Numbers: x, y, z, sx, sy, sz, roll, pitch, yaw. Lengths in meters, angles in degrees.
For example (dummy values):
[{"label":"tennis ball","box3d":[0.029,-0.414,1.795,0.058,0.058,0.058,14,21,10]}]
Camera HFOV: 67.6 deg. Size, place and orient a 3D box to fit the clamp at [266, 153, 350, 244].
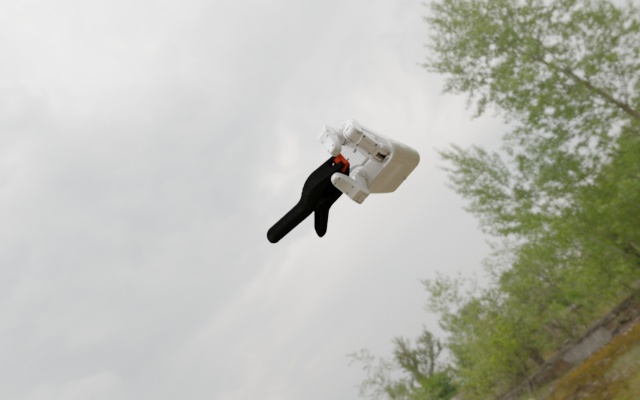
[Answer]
[{"label":"clamp","box3d":[0.000,0.002,0.738,0.039,0.171,0.120,50,25,24]}]
